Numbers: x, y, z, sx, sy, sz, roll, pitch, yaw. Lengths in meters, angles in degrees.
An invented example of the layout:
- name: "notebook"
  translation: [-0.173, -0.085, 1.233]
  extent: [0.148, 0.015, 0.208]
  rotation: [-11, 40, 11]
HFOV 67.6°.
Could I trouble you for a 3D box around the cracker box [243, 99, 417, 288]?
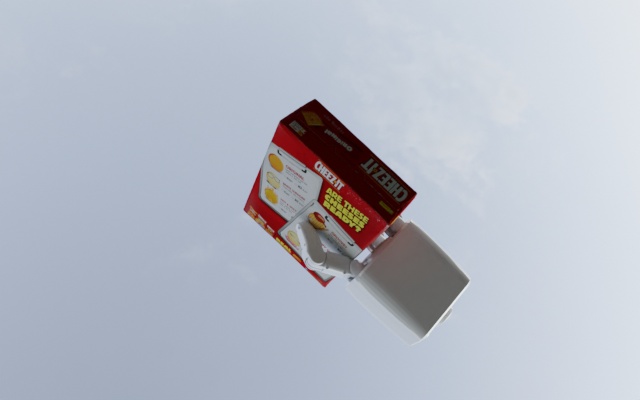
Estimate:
- name: "cracker box"
  translation: [0.000, 0.002, 0.605]
  extent: [0.072, 0.164, 0.214]
  rotation: [-43, -7, -34]
